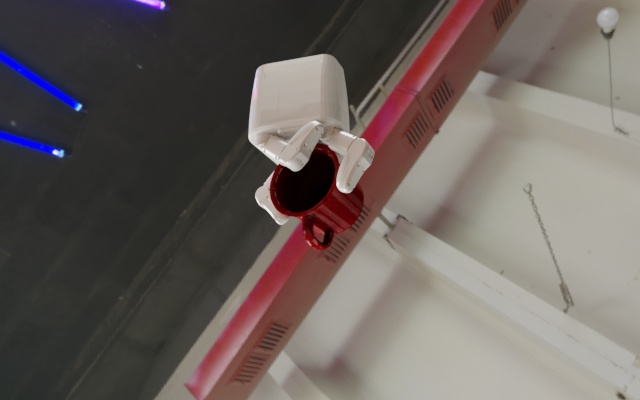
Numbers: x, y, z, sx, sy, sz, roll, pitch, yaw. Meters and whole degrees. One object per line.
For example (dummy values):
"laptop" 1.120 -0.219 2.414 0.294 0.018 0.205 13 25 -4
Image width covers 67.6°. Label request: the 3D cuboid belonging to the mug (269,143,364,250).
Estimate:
"mug" 0.000 0.003 0.564 0.093 0.117 0.081 -15 -31 26
